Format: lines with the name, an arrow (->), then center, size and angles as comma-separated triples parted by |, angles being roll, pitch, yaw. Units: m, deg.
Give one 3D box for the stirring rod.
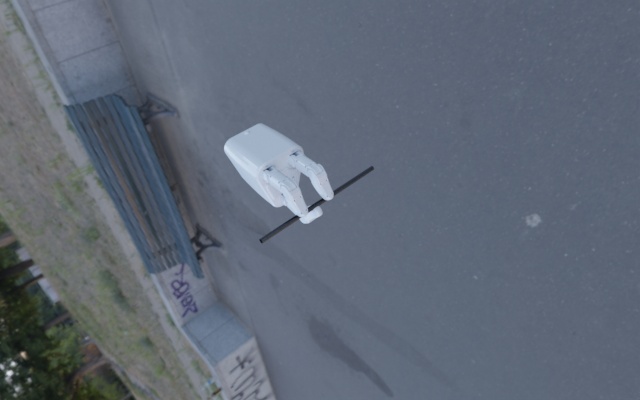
stirring rod -> 0.000, 0.003, 0.774 | 0.239, 0.011, 0.011 | -33, 16, -26
